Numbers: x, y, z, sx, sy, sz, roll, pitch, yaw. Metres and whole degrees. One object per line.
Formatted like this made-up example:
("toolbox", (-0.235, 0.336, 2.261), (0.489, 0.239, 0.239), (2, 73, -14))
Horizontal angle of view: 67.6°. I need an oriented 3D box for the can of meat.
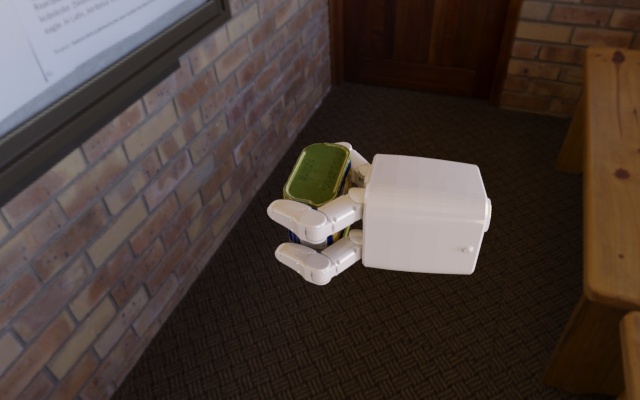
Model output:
("can of meat", (0.000, 0.001, 0.491), (0.057, 0.084, 0.102), (8, 43, 12))
